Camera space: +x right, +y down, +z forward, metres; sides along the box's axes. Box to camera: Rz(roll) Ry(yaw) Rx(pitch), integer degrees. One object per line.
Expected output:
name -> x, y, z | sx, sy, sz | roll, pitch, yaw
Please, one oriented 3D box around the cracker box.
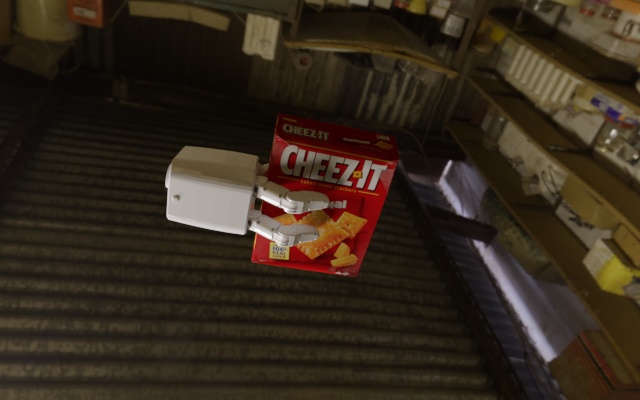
cracker box -> 0.000, 0.002, 0.672 | 0.164, 0.214, 0.072 | 10, 34, -8
